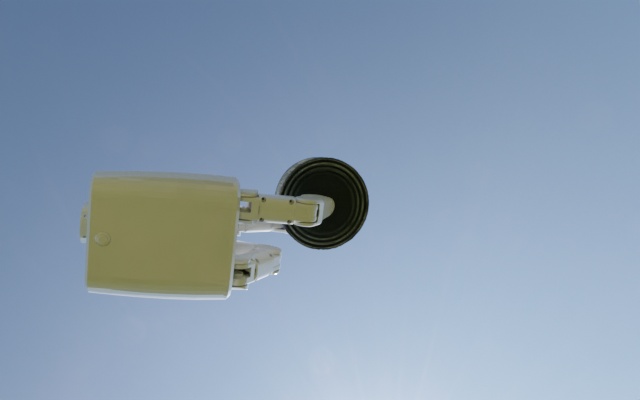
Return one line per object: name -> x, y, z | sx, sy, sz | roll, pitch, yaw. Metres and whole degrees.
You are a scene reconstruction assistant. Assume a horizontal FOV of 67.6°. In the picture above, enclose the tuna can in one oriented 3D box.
tuna can -> 0.000, 0.001, 0.453 | 0.086, 0.086, 0.033 | 0, 7, -14
